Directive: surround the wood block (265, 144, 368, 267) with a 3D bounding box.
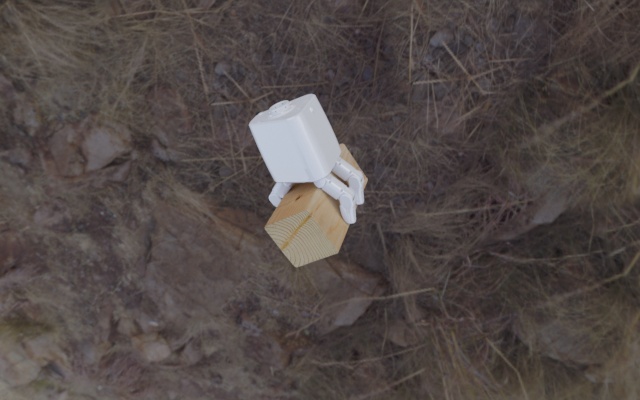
[{"bbox_3d":[0.000,0.003,0.806,0.091,0.090,0.206,-23,24,33],"label":"wood block"}]
